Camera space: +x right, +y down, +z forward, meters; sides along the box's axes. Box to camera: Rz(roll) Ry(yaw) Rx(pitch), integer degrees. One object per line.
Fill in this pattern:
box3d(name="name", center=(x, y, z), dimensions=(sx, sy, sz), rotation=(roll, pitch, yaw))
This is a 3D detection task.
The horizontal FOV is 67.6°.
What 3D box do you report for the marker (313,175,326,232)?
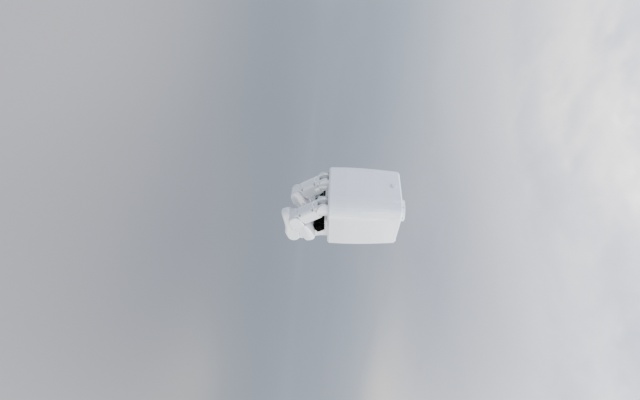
box3d(name="marker", center=(0.000, 0.003, 0.764), dimensions=(0.020, 0.020, 0.121), rotation=(0, 43, 4))
